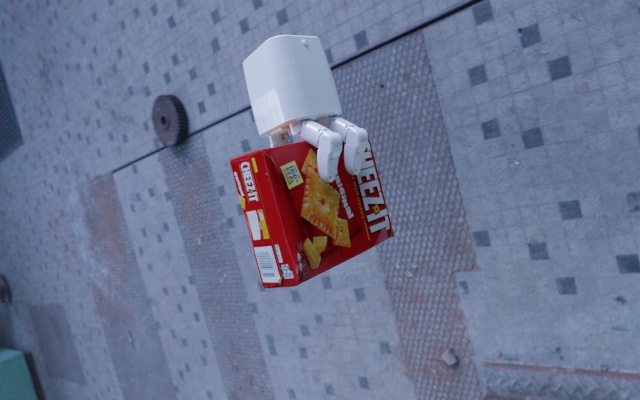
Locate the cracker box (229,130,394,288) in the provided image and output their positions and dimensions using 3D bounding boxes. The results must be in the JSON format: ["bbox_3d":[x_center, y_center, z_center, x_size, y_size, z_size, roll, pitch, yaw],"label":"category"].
[{"bbox_3d":[0.000,0.002,0.631,0.072,0.164,0.213,-11,5,43],"label":"cracker box"}]
